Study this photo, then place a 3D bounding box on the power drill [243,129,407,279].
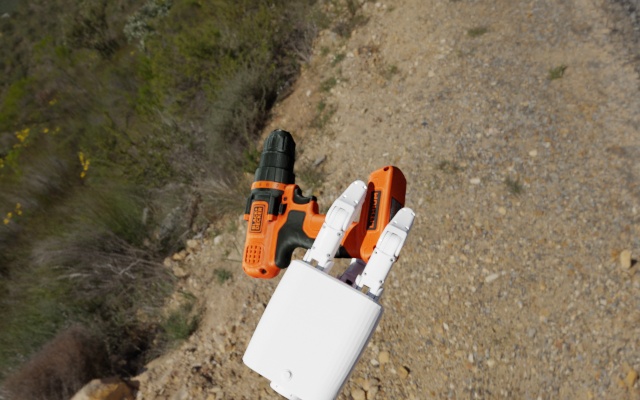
[{"bbox_3d":[0.000,0.002,0.544,0.187,0.184,0.057,0,-13,30],"label":"power drill"}]
